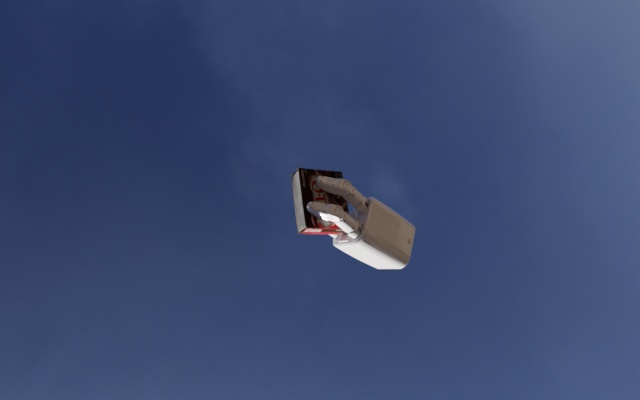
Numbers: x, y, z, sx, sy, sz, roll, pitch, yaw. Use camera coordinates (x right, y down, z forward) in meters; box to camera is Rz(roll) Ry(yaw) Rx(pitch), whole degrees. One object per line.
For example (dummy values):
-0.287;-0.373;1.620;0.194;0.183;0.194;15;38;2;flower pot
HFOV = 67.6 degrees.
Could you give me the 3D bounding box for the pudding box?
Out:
0.000;0.003;0.834;0.090;0.113;0.039;4;-25;-31;pudding box
